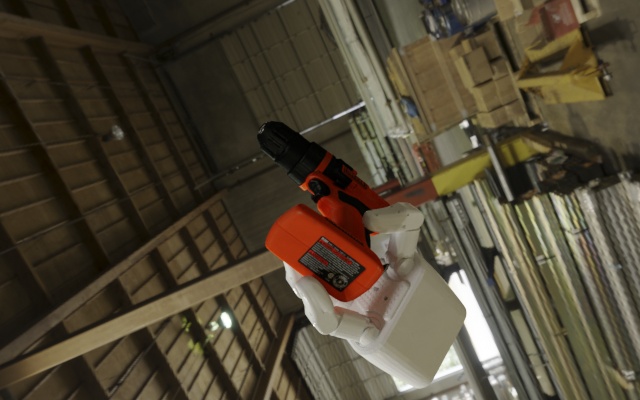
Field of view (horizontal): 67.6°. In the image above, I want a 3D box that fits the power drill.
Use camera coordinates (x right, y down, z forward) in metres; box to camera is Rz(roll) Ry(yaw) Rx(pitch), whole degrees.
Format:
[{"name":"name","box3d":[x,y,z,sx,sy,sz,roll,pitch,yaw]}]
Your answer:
[{"name":"power drill","box3d":[0.000,0.002,0.486,0.184,0.057,0.187,36,25,-11]}]
